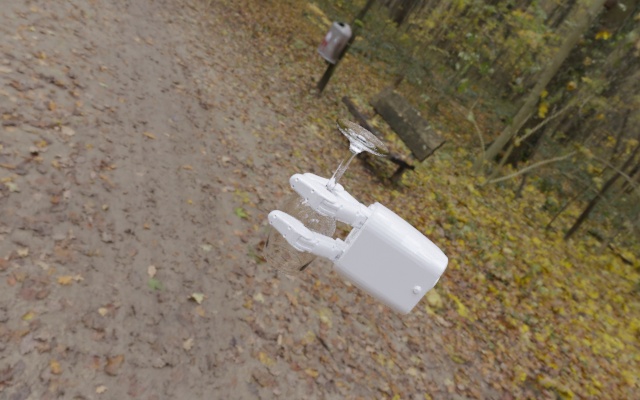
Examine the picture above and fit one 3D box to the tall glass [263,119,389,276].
[{"bbox_3d":[0.000,0.001,0.599,0.079,0.201,0.079,28,24,-13],"label":"tall glass"}]
